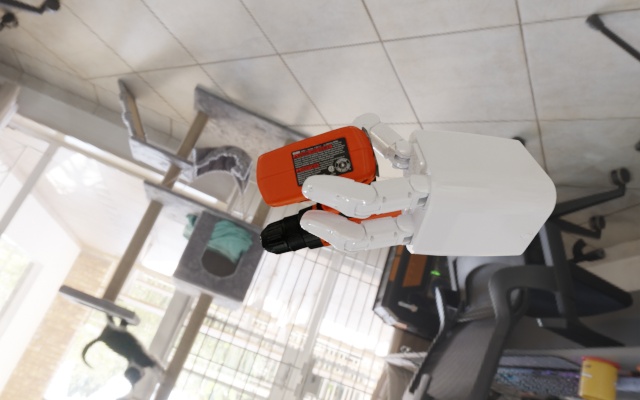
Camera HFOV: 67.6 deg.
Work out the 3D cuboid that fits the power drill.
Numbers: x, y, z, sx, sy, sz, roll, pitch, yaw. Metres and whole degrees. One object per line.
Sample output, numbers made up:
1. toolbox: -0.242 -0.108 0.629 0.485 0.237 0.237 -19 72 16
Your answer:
1. power drill: 0.000 0.001 0.497 0.184 0.057 0.188 -18 -21 8
